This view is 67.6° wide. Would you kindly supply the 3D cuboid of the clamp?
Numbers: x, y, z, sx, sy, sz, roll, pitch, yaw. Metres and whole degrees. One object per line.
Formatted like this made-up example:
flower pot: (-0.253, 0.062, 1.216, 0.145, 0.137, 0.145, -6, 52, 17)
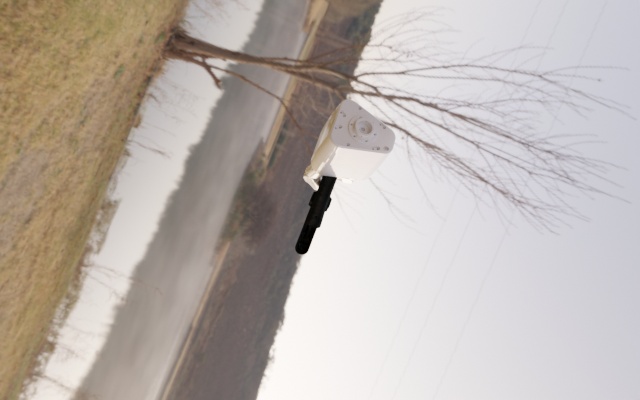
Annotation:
clamp: (0.001, 0.003, 0.826, 0.039, 0.171, 0.120, 22, -24, -8)
